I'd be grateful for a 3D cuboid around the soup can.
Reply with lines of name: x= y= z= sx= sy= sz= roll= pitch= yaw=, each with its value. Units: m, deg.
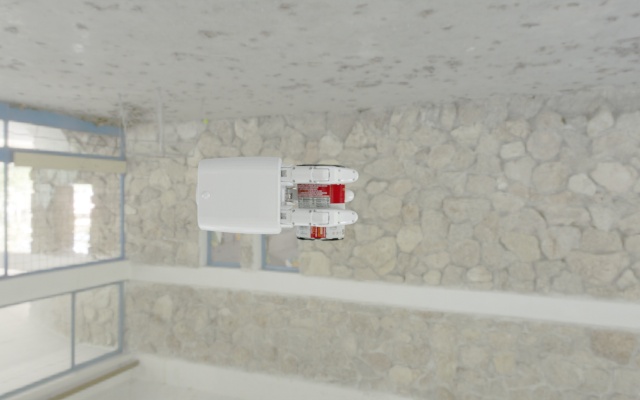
soup can: x=0.001 y=0.002 z=0.658 sx=0.068 sy=0.102 sz=0.068 roll=1 pitch=1 yaw=0
